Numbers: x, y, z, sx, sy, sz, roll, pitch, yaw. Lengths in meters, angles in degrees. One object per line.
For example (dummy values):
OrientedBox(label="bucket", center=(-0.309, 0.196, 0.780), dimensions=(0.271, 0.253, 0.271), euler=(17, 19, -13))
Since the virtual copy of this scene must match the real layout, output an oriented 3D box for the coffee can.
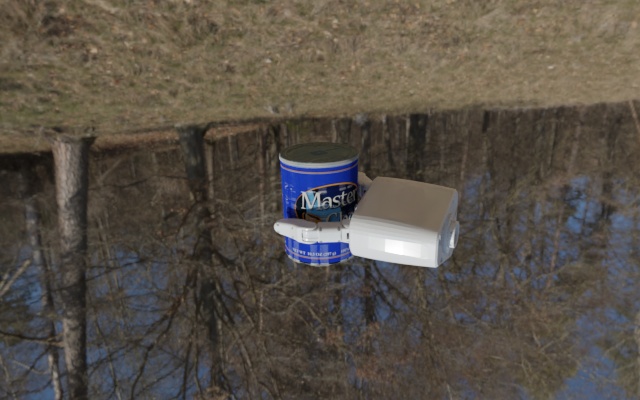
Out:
OrientedBox(label="coffee can", center=(0.000, 0.002, 0.639), dimensions=(0.103, 0.140, 0.102), euler=(-2, 21, 1))
